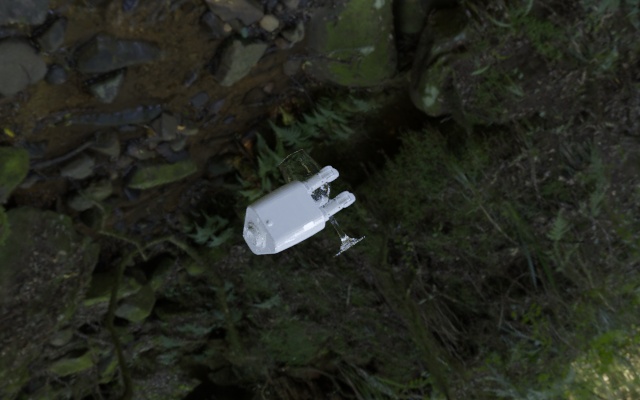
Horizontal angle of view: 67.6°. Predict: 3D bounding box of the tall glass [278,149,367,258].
[{"bbox_3d":[0.001,0.003,0.890,0.079,0.201,0.079,-33,-7,-5],"label":"tall glass"}]
